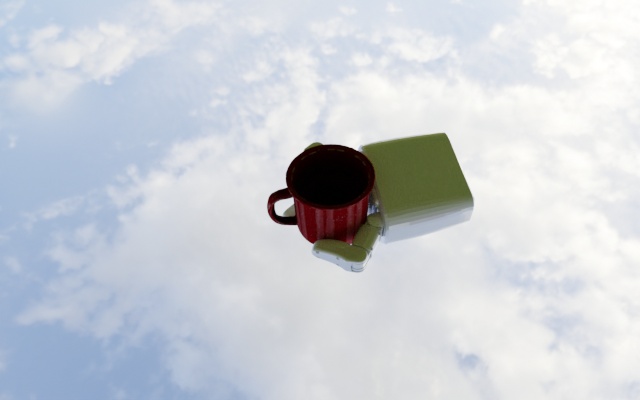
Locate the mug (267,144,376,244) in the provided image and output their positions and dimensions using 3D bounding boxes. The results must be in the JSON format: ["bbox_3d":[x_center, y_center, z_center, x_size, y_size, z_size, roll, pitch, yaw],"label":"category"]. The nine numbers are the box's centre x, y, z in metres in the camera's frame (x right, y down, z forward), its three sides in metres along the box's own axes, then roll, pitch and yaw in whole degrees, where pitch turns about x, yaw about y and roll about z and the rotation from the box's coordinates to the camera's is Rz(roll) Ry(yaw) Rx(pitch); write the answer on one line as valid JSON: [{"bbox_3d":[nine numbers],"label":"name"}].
[{"bbox_3d":[-0.001,0.002,0.521,0.117,0.093,0.082,-13,-39,-8],"label":"mug"}]
